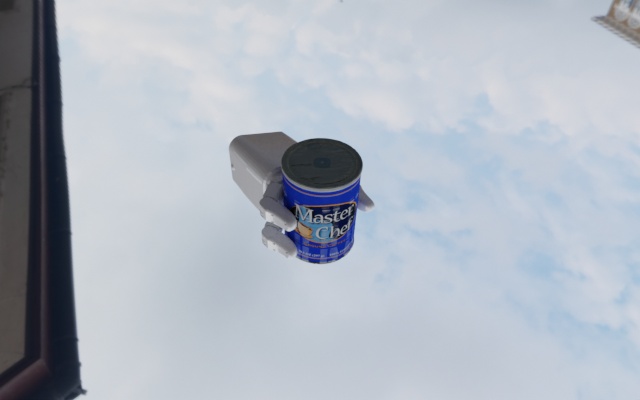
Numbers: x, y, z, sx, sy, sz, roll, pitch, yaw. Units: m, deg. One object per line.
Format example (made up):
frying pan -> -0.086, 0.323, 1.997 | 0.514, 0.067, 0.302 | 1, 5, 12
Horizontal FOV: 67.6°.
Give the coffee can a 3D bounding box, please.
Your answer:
coffee can -> 0.000, 0.002, 0.644 | 0.103, 0.140, 0.102 | 1, 43, -1
